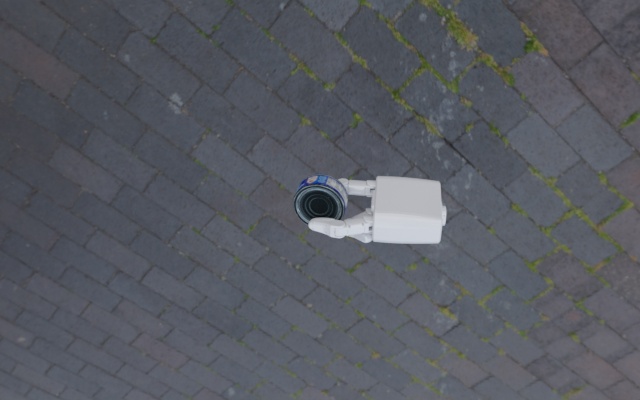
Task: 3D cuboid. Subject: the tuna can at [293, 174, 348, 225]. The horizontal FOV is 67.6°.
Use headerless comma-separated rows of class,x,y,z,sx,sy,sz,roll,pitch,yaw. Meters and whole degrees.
tuna can,0.000,0.003,0.765,0.086,0.086,0.033,0,32,13
